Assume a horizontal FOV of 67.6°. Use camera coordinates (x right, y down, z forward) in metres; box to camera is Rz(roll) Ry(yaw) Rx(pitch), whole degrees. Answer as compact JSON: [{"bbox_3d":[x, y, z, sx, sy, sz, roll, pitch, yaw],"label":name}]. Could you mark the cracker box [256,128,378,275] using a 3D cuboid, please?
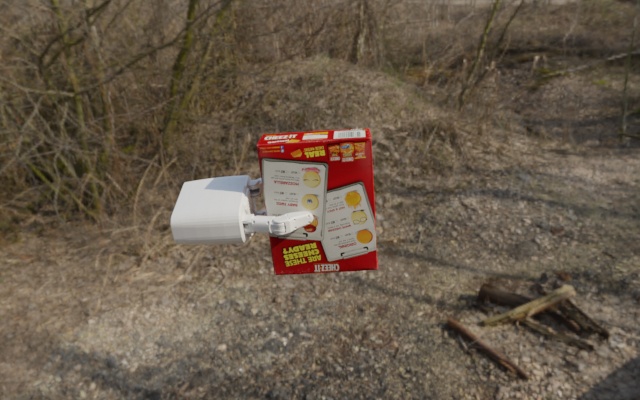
[{"bbox_3d":[0.000,0.002,0.729,0.164,0.214,0.072,-4,23,5],"label":"cracker box"}]
